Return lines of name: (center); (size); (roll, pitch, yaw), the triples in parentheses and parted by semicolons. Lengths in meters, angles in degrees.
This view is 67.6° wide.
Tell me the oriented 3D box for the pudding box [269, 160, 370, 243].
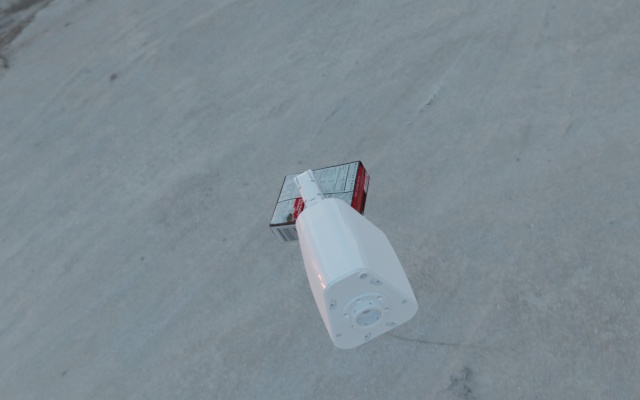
pudding box: (0.000, 0.002, 0.591); (0.113, 0.090, 0.039); (-8, -45, 25)
